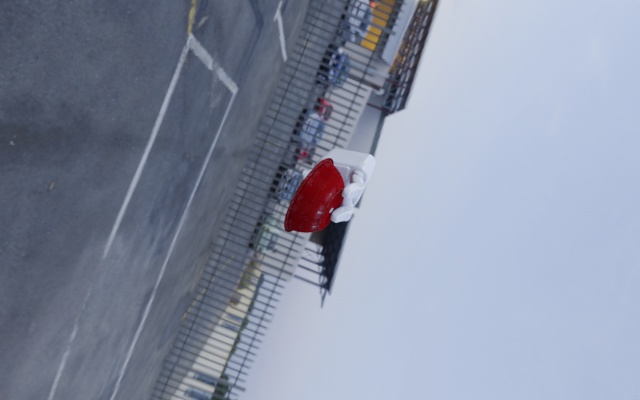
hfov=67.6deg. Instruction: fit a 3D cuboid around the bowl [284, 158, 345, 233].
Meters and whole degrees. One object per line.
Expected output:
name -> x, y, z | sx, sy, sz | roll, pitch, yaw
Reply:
bowl -> 0.000, 0.004, 0.892 | 0.055, 0.162, 0.162 | 32, 9, 15
